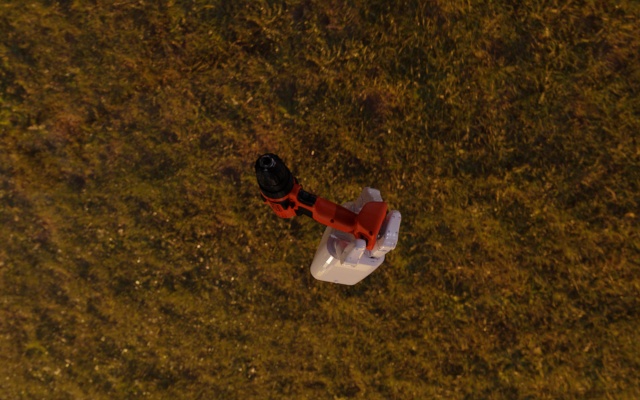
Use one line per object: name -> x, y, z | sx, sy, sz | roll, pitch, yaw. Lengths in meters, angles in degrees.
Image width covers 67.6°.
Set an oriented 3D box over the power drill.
power drill -> 0.001, 0.003, 0.690 | 0.187, 0.057, 0.184 | 22, -14, 12
